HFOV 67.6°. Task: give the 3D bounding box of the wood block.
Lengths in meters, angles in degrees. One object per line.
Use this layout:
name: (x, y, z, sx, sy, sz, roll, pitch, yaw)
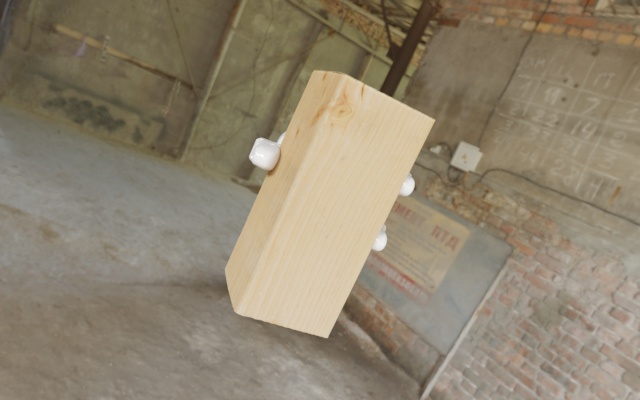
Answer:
wood block: (0.000, 0.001, 0.421, 0.091, 0.206, 0.090, 21, 10, -21)
